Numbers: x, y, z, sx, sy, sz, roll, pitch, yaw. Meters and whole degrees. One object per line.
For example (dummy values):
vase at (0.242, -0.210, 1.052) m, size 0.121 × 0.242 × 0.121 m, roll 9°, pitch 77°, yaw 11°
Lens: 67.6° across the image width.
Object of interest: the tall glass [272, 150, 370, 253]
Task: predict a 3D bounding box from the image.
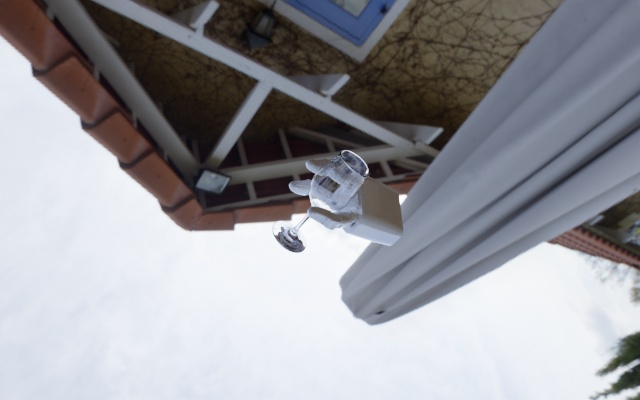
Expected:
tall glass at (0.000, 0.003, 0.831) m, size 0.079 × 0.079 × 0.201 m, roll 0°, pitch -41°, yaw -49°
